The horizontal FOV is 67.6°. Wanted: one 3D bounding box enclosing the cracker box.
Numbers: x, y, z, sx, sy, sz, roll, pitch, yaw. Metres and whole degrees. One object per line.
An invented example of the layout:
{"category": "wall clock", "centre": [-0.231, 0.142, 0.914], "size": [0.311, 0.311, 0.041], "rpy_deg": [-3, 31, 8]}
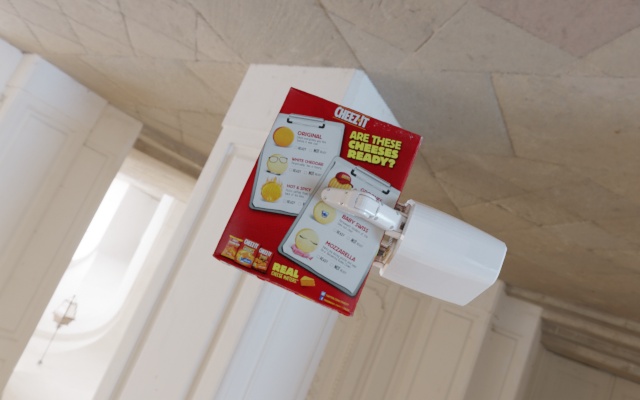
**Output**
{"category": "cracker box", "centre": [0.000, 0.002, 0.548], "size": [0.164, 0.213, 0.072], "rpy_deg": [22, -11, 5]}
